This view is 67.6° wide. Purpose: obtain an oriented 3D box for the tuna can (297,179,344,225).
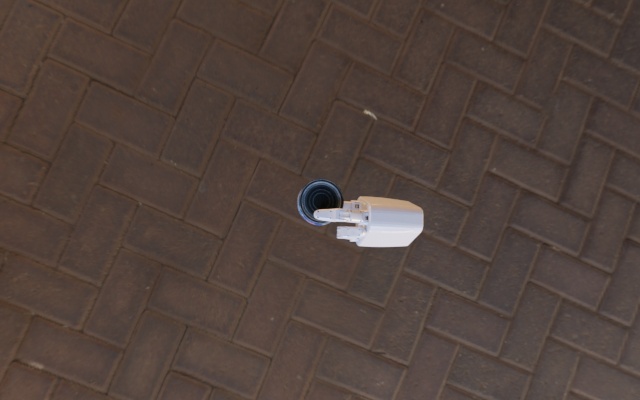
[{"bbox_3d":[0.000,0.003,0.890,0.086,0.086,0.034,0,-5,-6],"label":"tuna can"}]
